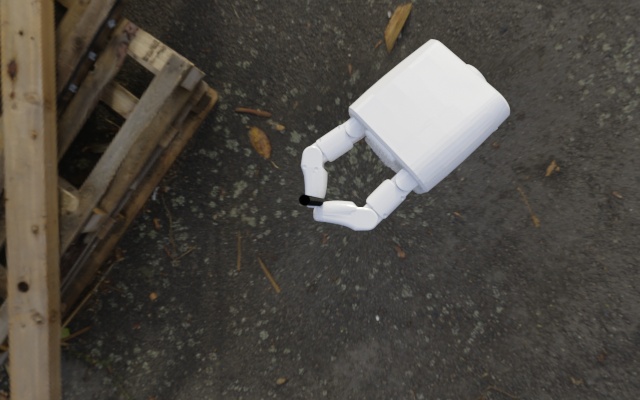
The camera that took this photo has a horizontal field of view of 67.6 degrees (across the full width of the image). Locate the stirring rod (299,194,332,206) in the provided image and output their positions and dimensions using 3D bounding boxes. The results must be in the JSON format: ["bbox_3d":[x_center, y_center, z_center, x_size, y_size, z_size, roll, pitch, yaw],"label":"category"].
[{"bbox_3d":[0.000,0.001,0.453,0.011,0.011,0.239,0,-1,5],"label":"stirring rod"}]
